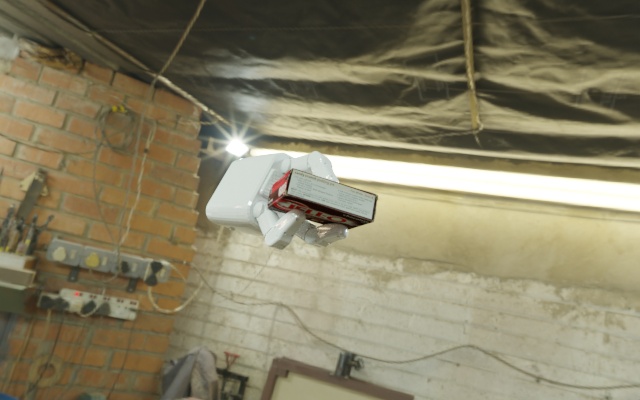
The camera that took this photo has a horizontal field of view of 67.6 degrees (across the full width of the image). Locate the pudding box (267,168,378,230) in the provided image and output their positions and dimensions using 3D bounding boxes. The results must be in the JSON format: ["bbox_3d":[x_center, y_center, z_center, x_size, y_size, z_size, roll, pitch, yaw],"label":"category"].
[{"bbox_3d":[0.000,0.002,0.580,0.113,0.039,0.090,15,-14,-16],"label":"pudding box"}]
